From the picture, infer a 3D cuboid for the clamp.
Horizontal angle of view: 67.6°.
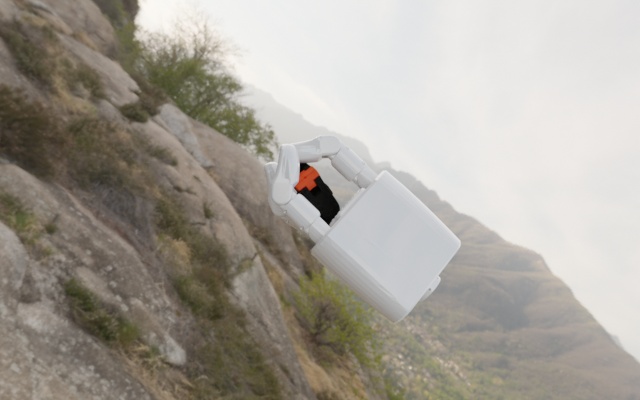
[{"bbox_3d":[0.000,0.001,0.553,0.120,0.039,0.171,44,-1,3],"label":"clamp"}]
